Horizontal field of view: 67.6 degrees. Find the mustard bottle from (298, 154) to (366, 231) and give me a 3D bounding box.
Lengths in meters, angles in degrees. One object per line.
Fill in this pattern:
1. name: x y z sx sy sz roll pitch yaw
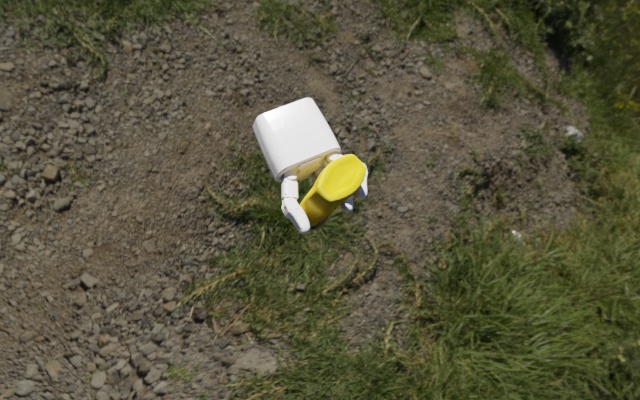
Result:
1. mustard bottle: 0.000 0.003 0.783 0.096 0.058 0.192 -46 -1 -33
